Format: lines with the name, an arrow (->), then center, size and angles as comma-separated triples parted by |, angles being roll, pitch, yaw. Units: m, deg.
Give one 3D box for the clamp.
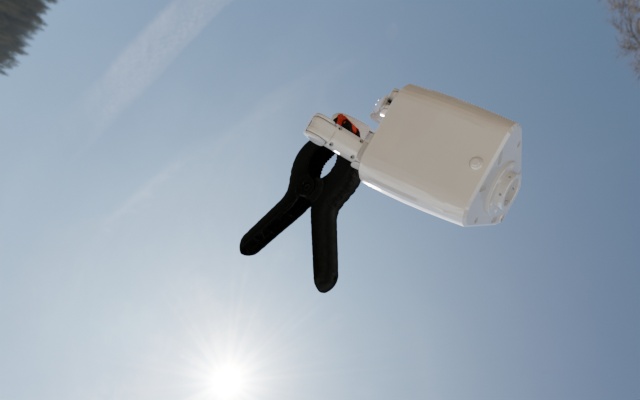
clamp -> 0.000, 0.002, 0.459 | 0.120, 0.171, 0.039 | 29, -1, 34
